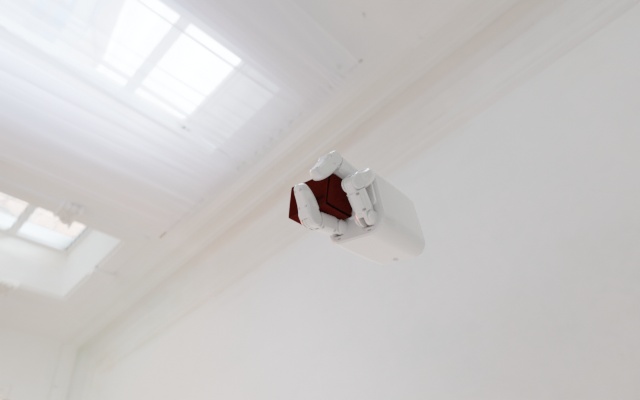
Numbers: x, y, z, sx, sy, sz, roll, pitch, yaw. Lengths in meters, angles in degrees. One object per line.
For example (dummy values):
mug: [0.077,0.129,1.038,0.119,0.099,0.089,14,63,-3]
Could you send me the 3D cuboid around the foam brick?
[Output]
foam brick: [0.000,0.002,0.676,0.078,0.053,0.051,-21,-37,41]
